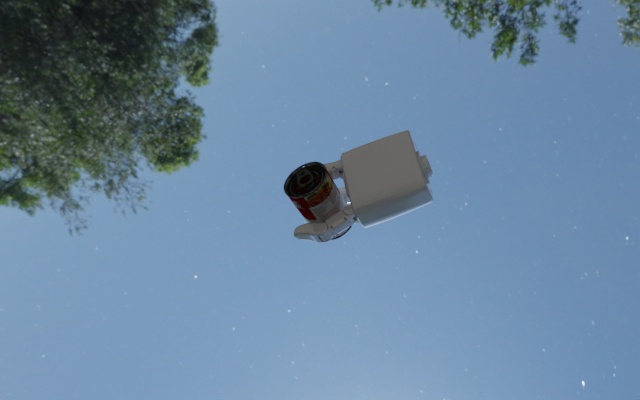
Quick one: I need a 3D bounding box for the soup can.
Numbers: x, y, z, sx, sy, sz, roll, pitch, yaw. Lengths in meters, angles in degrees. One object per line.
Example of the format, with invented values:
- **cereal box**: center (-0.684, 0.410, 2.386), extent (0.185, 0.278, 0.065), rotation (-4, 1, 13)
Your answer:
- **soup can**: center (0.000, 0.003, 0.700), extent (0.068, 0.068, 0.102), rotation (0, -40, 35)
